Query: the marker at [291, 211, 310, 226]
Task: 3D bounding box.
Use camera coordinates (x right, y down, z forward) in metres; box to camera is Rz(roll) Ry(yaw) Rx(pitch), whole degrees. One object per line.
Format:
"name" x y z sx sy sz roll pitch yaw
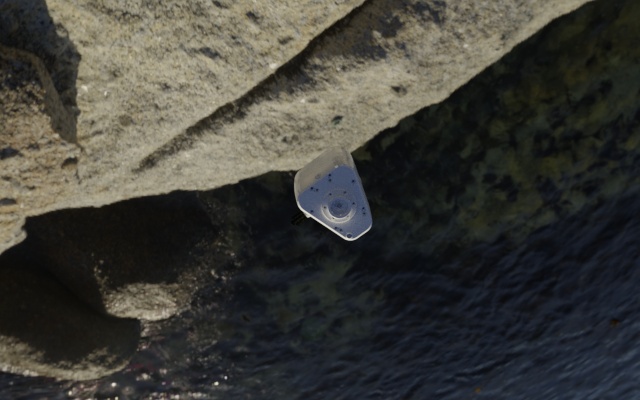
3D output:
"marker" 0.000 0.003 0.785 0.121 0.020 0.020 -37 -7 9
